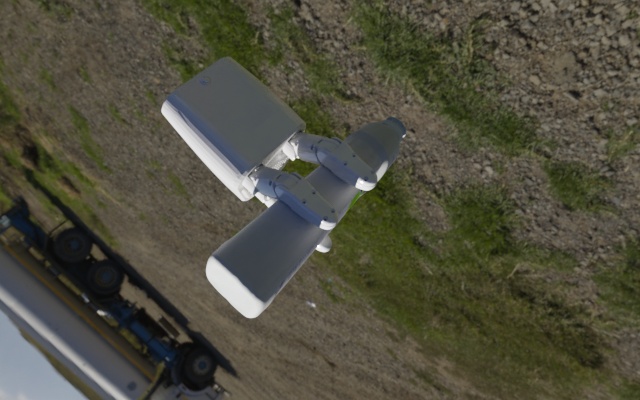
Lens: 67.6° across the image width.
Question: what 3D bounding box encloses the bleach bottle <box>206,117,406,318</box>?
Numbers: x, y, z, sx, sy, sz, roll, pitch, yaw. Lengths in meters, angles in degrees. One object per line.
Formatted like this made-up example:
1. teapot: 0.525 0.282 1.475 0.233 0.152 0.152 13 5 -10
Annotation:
1. bleach bottle: 0.000 0.002 0.480 0.250 0.068 0.103 -44 -4 -26
